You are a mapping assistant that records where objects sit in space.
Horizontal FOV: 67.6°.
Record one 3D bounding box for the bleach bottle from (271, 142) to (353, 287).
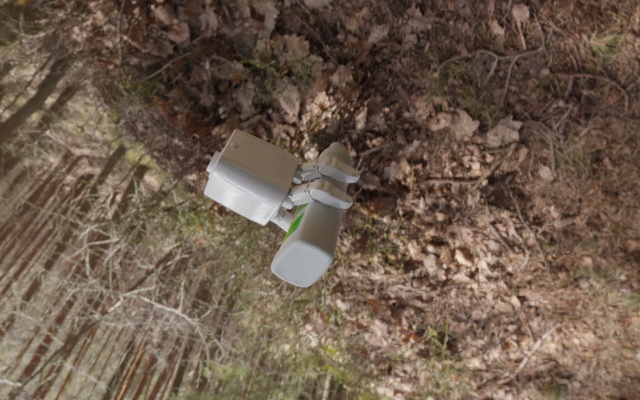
[{"bbox_3d":[0.000,0.002,0.727,0.068,0.250,0.103,29,-46,-12],"label":"bleach bottle"}]
